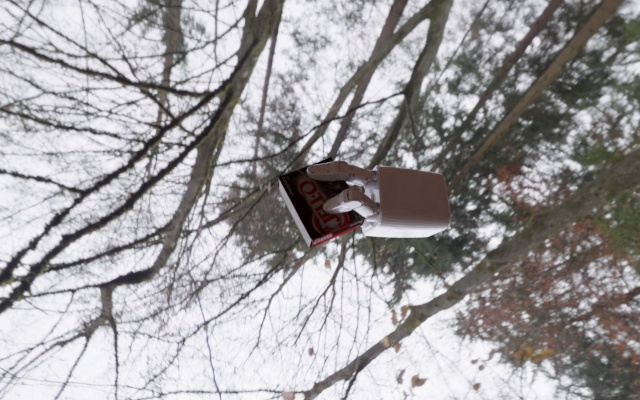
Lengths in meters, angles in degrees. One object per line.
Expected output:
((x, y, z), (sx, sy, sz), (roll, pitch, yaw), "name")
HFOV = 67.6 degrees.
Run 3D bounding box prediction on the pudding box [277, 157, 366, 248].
((0.000, 0.002, 0.698), (0.090, 0.113, 0.039), (-22, -24, -20), "pudding box")
